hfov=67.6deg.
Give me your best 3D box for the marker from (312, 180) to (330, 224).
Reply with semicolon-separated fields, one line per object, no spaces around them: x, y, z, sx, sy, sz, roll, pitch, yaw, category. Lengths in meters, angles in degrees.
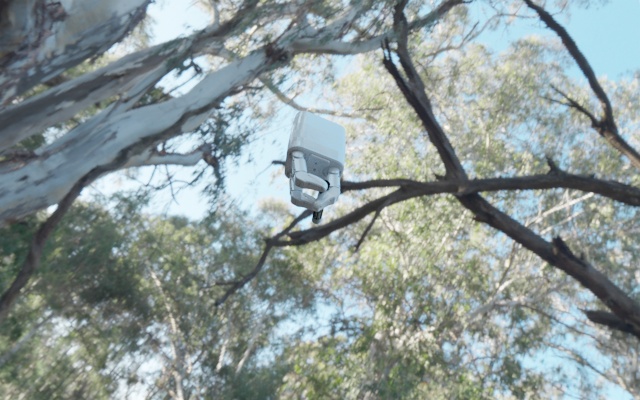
0.000;0.003;0.894;0.020;0.020;0.121;0;-37;-10;marker
